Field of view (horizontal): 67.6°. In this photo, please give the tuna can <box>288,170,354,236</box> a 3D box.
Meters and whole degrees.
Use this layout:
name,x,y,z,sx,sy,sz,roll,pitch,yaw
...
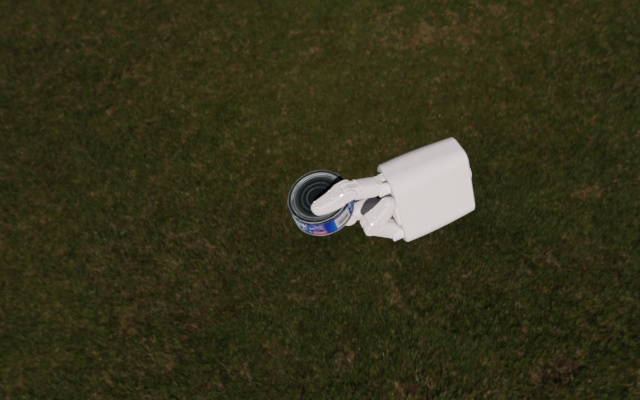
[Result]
name,x,y,z,sx,sy,sz,roll,pitch,yaw
tuna can,0.000,0.002,0.637,0.086,0.086,0.034,0,-31,16
